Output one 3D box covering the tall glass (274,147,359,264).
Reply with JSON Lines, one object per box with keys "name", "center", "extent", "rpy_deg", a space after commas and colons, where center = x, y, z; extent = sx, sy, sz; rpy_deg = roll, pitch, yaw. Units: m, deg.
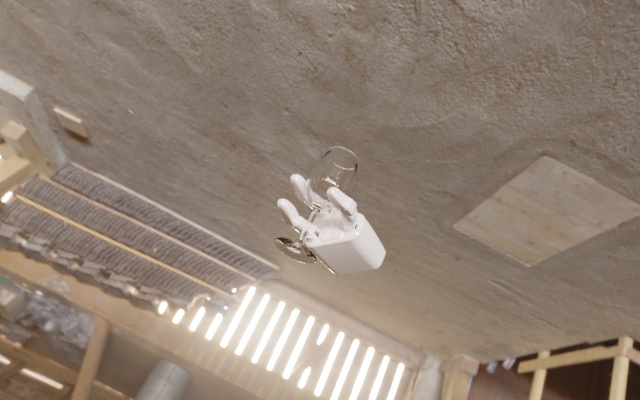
{"name": "tall glass", "center": [0.000, 0.003, 0.804], "extent": [0.079, 0.201, 0.079], "rpy_deg": [21, -28, 12]}
